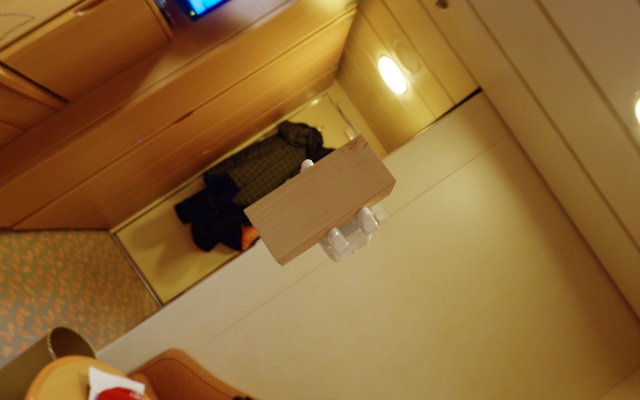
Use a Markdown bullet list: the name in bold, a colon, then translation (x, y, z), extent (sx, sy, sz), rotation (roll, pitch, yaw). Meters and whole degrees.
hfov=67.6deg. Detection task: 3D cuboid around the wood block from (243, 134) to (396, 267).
- **wood block**: translation (0.000, 0.002, 0.723), extent (0.206, 0.091, 0.090), rotation (-34, -12, -6)
